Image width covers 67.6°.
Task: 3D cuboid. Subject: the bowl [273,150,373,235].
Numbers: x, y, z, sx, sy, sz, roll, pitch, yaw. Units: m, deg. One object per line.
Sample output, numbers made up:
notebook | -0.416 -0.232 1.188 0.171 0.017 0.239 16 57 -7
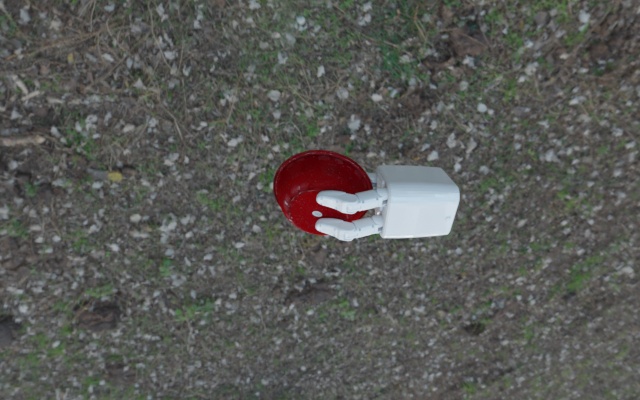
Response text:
bowl | -0.001 0.003 0.743 0.162 0.162 0.055 0 40 10
